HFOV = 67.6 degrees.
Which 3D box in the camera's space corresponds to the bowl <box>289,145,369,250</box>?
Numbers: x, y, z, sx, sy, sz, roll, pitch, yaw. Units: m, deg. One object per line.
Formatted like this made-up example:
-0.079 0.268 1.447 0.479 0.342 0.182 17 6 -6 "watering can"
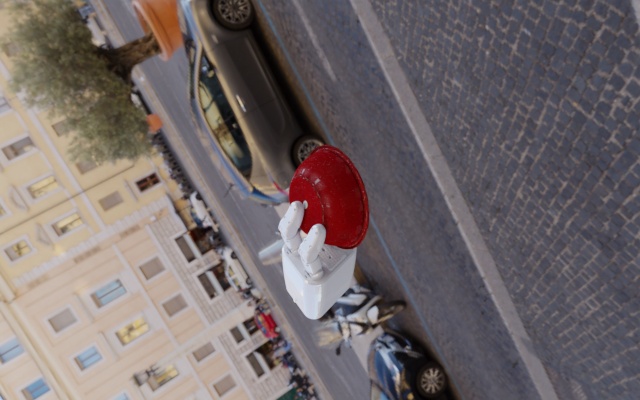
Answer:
0.000 0.001 0.702 0.055 0.162 0.162 -17 9 -31 "bowl"
